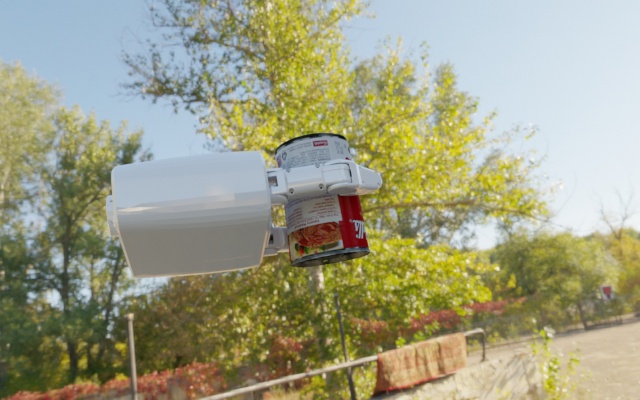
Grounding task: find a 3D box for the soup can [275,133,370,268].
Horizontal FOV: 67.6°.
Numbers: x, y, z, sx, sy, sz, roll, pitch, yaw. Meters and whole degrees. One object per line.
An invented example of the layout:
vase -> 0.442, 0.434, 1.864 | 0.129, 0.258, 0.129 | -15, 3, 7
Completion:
soup can -> 0.001, 0.001, 0.411 | 0.068, 0.102, 0.068 | -9, -13, -2
